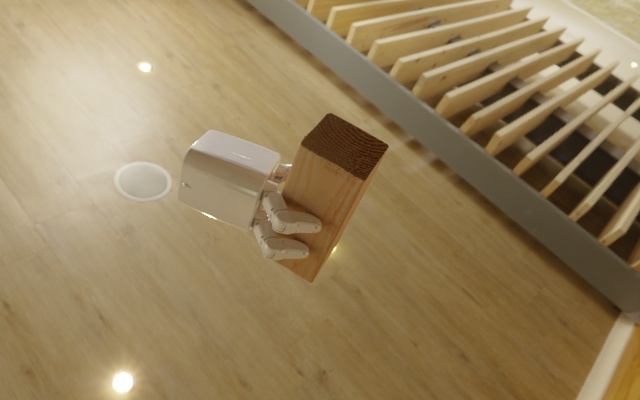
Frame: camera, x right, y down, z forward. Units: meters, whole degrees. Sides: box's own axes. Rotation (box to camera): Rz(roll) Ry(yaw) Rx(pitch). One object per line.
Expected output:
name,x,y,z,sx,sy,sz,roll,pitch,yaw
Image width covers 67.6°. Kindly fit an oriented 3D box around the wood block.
wood block,0.000,0.002,0.637,0.090,0.206,0.090,30,43,6
